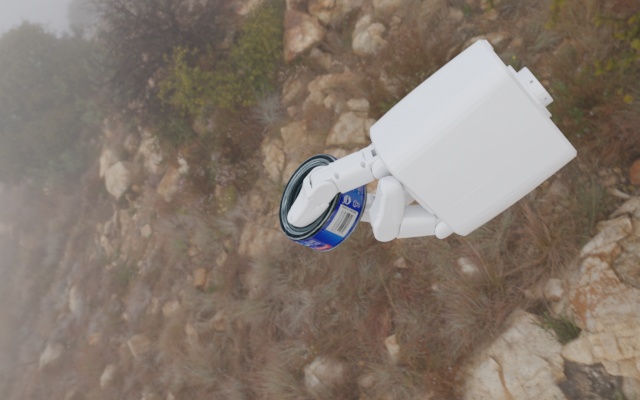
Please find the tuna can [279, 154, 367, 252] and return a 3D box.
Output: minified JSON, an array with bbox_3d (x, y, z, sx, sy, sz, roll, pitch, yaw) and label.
[{"bbox_3d":[0.000,0.001,0.437,0.034,0.086,0.086,26,-16,-36],"label":"tuna can"}]
